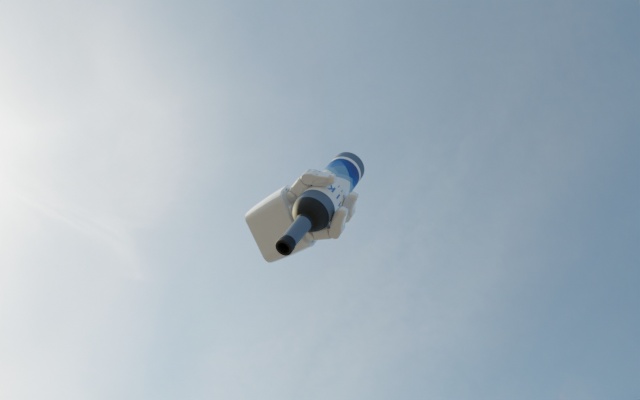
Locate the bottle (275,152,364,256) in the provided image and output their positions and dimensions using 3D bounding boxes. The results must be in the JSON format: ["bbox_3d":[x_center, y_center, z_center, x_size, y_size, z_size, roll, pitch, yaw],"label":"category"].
[{"bbox_3d":[0.000,0.003,0.822,0.069,0.069,0.295,0,27,25],"label":"bottle"}]
